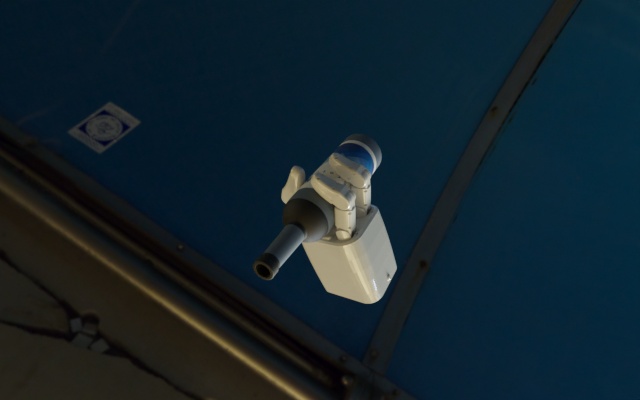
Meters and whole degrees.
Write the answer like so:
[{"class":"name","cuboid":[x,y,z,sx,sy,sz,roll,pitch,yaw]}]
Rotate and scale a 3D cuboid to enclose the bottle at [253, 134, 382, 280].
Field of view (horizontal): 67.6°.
[{"class":"bottle","cuboid":[0.000,0.002,0.641,0.069,0.069,0.295,0,31,31]}]
